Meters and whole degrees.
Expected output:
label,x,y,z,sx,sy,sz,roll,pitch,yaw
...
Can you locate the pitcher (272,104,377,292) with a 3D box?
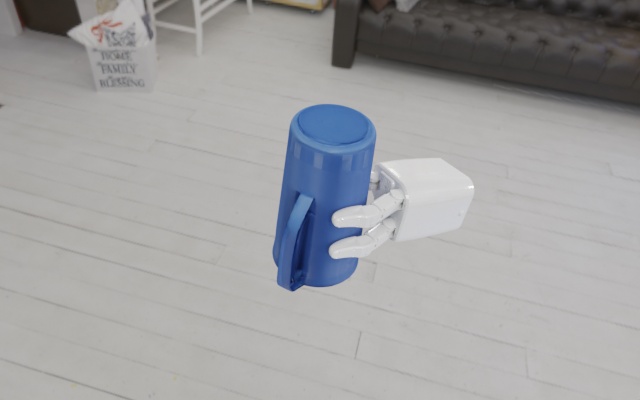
label,x,y,z,sx,sy,sz,roll,pitch,yaw
pitcher,0.000,0.002,0.652,0.145,0.243,0.149,-7,43,-16
